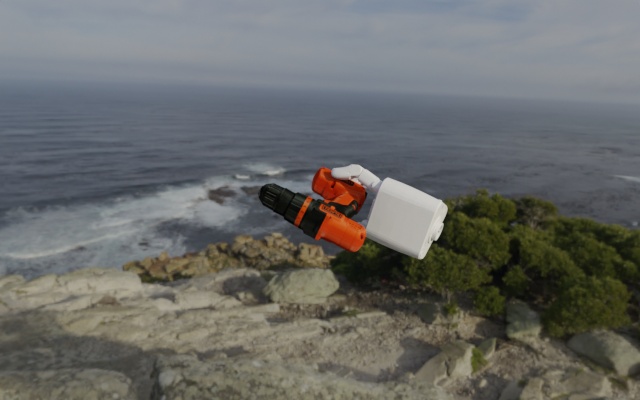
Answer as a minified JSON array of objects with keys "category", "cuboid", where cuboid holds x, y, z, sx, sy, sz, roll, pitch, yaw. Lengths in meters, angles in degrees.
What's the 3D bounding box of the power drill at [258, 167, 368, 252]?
[{"category":"power drill","cuboid":[0.000,0.003,0.820,0.184,0.057,0.187,29,25,2]}]
